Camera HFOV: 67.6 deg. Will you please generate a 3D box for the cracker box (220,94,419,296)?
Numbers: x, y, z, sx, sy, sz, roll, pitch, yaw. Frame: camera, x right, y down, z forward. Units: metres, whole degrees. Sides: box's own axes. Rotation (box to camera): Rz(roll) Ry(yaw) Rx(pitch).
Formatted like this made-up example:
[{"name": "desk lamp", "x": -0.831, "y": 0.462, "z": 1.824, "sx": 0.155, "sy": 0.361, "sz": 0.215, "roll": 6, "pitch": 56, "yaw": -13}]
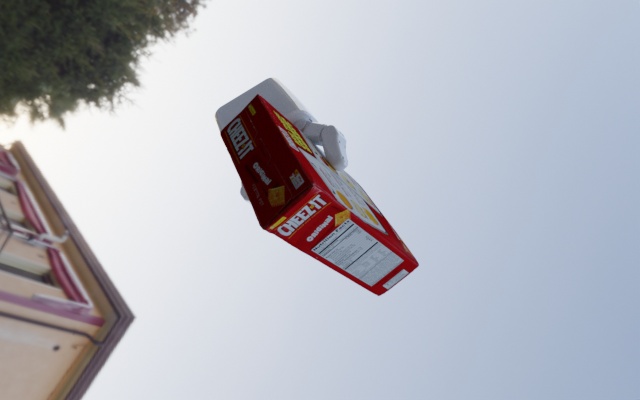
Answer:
[{"name": "cracker box", "x": 0.000, "y": 0.002, "z": 0.535, "sx": 0.214, "sy": 0.072, "sz": 0.164, "roll": 36, "pitch": 16, "yaw": -45}]
